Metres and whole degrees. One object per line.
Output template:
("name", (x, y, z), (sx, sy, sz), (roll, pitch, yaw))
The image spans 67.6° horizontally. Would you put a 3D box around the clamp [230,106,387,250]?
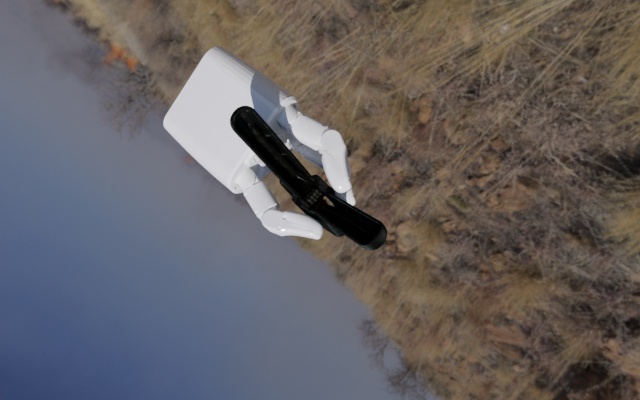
("clamp", (-0.001, 0.002, 0.470), (0.164, 0.036, 0.210), (42, -5, 16))
